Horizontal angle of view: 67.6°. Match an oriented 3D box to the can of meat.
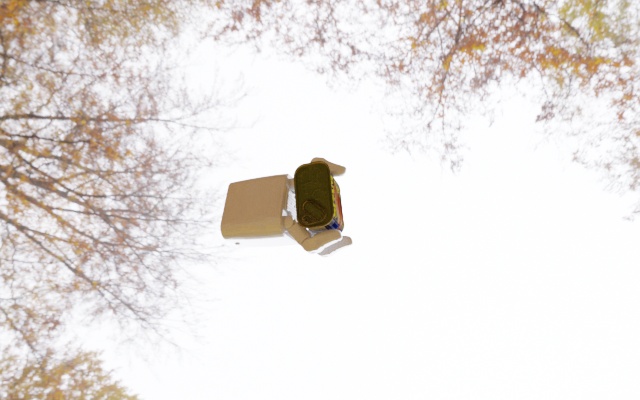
[{"bbox_3d":[0.000,0.002,0.738,0.057,0.102,0.084,-10,-19,13],"label":"can of meat"}]
